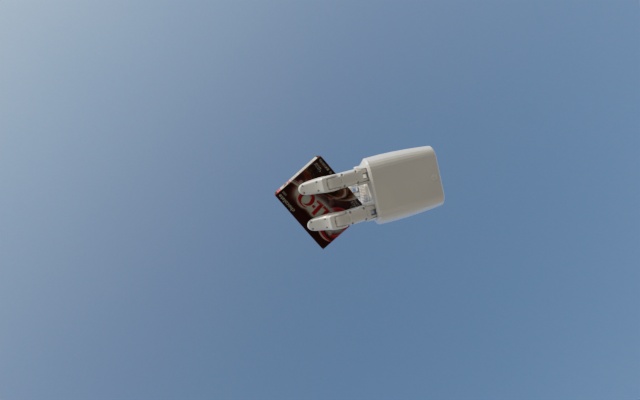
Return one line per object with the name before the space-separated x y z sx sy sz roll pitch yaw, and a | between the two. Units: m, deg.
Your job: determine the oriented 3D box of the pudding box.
pudding box | 0.000 0.002 0.720 0.090 0.113 0.039 -42 8 -1
